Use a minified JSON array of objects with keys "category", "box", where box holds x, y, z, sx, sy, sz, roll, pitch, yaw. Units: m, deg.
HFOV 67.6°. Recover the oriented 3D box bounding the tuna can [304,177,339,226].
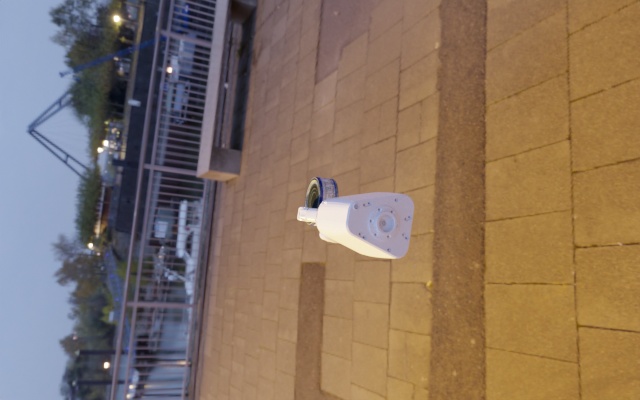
[{"category":"tuna can","box":[0.000,0.003,0.827,0.034,0.086,0.086,7,-2,-18]}]
